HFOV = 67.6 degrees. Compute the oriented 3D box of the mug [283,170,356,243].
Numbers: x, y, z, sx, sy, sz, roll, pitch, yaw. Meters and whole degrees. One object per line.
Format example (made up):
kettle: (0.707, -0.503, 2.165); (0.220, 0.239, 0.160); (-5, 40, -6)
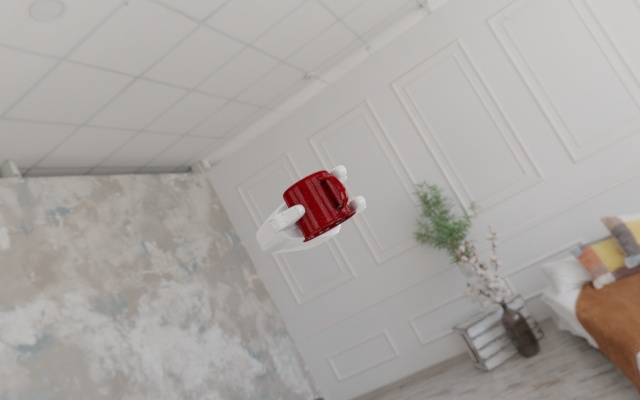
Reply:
mug: (0.001, 0.002, 0.722); (0.093, 0.081, 0.117); (-24, -9, -35)
